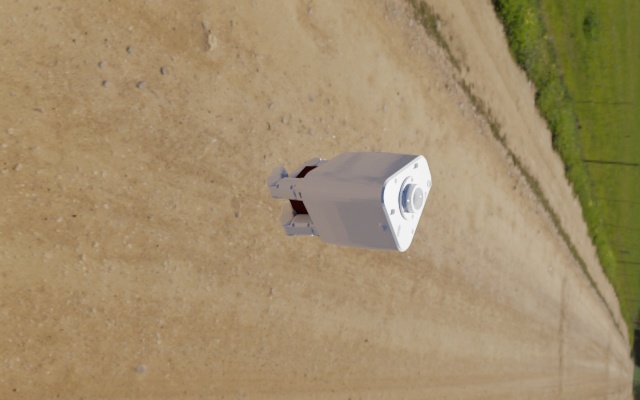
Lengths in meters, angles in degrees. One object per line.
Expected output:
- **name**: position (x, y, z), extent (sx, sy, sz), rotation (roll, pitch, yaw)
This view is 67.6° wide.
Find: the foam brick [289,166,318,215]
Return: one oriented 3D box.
- **foam brick**: position (0.000, 0.002, 0.610), extent (0.051, 0.078, 0.053), rotation (6, 44, 39)
